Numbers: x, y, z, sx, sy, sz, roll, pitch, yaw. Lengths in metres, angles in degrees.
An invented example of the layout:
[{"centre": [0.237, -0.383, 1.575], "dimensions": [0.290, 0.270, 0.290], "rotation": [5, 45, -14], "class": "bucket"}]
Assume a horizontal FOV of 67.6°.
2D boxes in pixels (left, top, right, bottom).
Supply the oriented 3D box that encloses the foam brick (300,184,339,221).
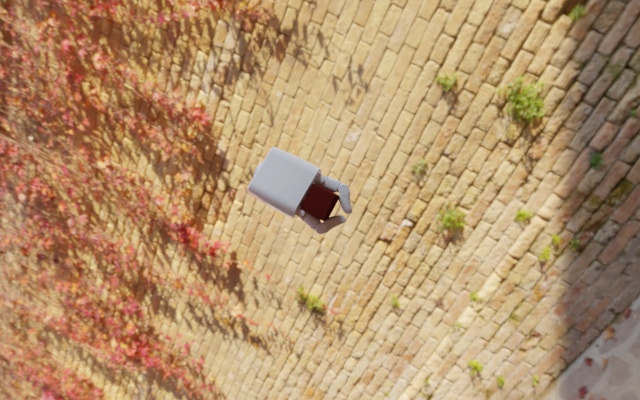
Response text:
[{"centre": [0.000, 0.003, 0.896], "dimensions": [0.051, 0.053, 0.078], "rotation": [28, 4, 5], "class": "foam brick"}]
